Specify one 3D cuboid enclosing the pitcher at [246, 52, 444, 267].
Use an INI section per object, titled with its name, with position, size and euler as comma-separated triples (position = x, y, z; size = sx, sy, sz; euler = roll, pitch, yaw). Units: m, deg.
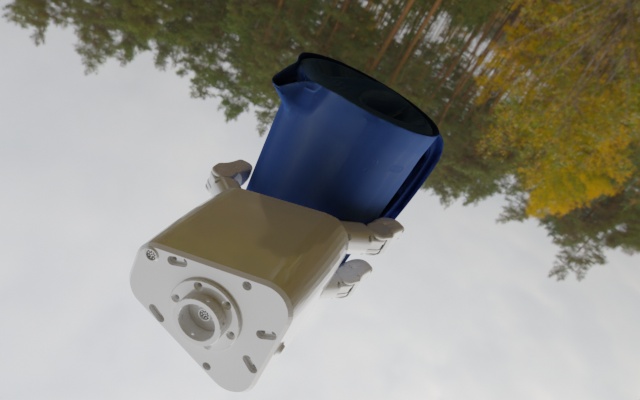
[pitcher]
position = 0.000, 0.002, 0.452
size = 0.149, 0.243, 0.145
euler = 32, 26, 6
